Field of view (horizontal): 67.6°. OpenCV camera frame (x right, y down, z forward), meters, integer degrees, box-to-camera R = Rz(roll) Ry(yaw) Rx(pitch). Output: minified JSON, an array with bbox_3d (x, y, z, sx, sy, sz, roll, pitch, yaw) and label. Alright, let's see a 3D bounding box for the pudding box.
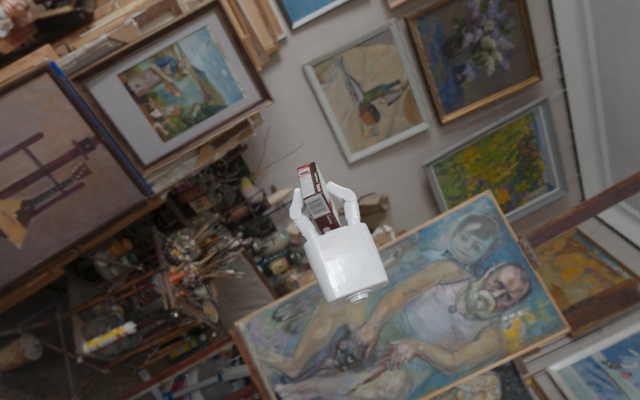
[{"bbox_3d":[0.000,0.003,0.834,0.039,0.114,0.090,-21,41,5],"label":"pudding box"}]
